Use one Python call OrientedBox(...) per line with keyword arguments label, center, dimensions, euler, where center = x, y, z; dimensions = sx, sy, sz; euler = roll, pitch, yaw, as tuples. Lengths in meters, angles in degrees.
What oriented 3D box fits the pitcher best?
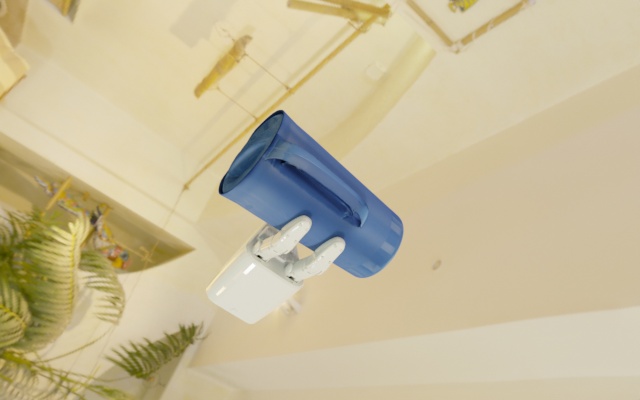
OrientedBox(label="pitcher", center=(0.000, 0.002, 0.636), dimensions=(0.243, 0.145, 0.149), euler=(37, 28, -22))
